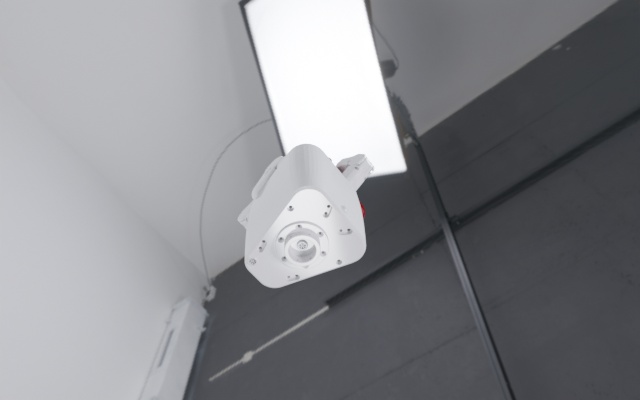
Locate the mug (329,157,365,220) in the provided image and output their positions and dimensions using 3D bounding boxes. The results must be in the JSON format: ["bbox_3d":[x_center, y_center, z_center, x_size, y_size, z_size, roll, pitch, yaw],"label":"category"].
[{"bbox_3d":[0.000,0.001,0.594,0.093,0.081,0.117,-35,22,15],"label":"mug"}]
